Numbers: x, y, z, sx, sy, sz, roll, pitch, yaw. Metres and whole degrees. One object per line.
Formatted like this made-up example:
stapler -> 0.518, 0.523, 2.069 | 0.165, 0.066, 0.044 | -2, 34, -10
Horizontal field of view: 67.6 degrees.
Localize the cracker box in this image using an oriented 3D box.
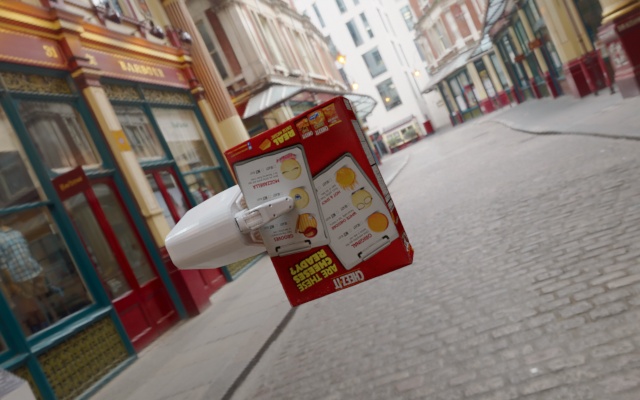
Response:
cracker box -> 0.000, 0.002, 0.597 | 0.164, 0.214, 0.072 | -23, 3, 17
